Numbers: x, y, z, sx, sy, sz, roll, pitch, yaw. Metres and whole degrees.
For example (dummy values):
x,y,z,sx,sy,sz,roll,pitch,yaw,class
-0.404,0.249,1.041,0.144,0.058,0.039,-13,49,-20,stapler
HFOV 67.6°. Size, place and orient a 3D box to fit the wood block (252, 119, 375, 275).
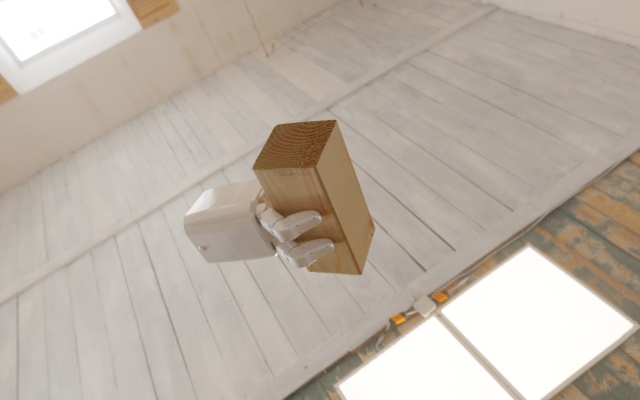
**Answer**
x,y,z,sx,sy,sz,roll,pitch,yaw,class
0.000,0.002,0.647,0.090,0.090,0.206,0,-44,25,wood block
